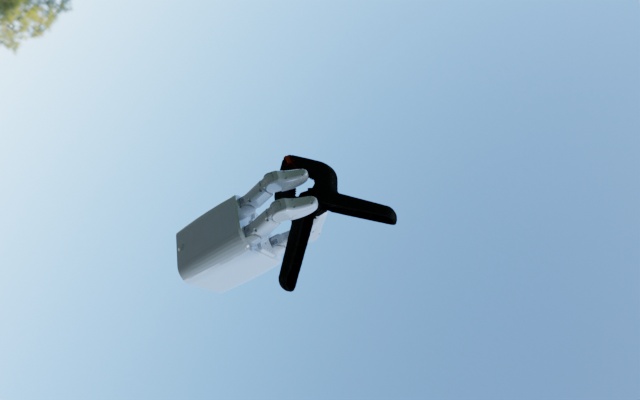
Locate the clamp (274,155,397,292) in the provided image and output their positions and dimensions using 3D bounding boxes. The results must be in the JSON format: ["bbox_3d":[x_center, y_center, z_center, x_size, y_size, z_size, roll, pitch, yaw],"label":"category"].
[{"bbox_3d":[0.000,0.002,0.635,0.164,0.209,0.036,-28,-44,9],"label":"clamp"}]
